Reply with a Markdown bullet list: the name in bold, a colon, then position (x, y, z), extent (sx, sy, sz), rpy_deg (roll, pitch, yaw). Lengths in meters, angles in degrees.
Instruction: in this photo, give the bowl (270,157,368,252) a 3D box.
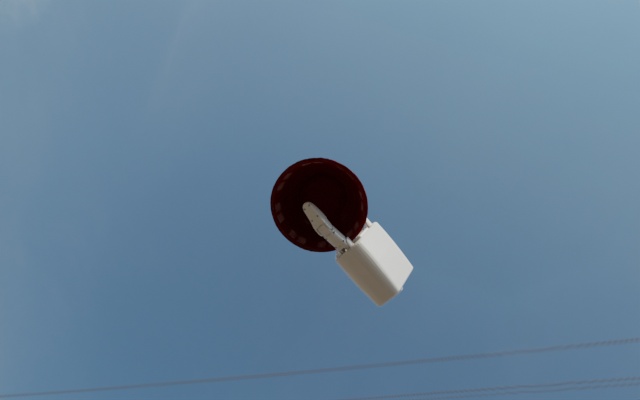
- **bowl**: position (0.000, 0.001, 0.802), extent (0.162, 0.162, 0.055), rpy_deg (0, 17, 8)
